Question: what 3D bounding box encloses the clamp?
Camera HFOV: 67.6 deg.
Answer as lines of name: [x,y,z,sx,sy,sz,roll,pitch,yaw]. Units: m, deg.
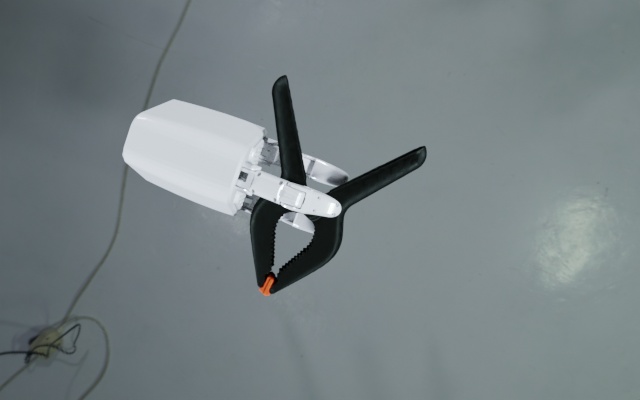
clamp: [0.000,0.002,0.474,0.164,0.210,0.036,20,5,0]
